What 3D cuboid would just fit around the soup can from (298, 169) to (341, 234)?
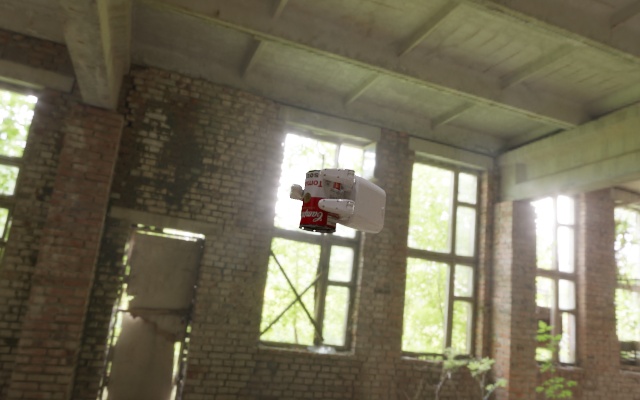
[{"bbox_3d":[0.000,0.002,0.848,0.068,0.102,0.068,6,-12,1],"label":"soup can"}]
